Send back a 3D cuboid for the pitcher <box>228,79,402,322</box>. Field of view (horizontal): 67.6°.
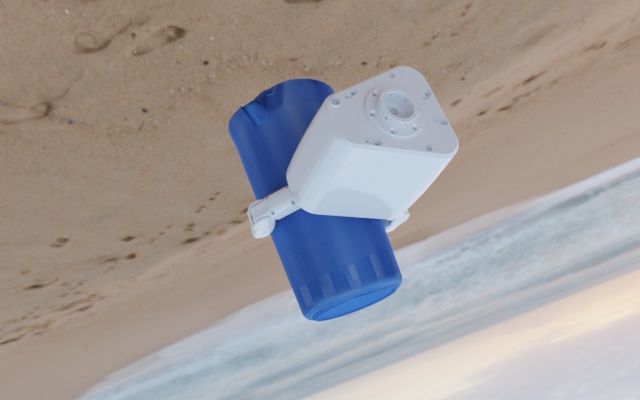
[{"bbox_3d":[0.000,0.002,0.531,0.149,0.242,0.145,-11,-23,-25],"label":"pitcher"}]
